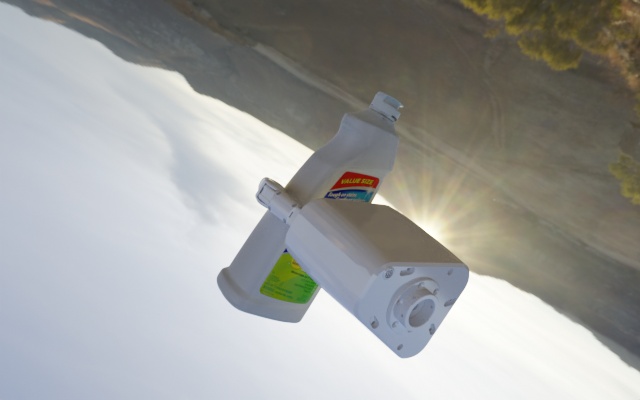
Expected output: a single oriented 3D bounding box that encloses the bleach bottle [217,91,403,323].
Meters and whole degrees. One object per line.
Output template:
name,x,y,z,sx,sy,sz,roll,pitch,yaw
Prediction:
bleach bottle,0.000,0.002,0.487,0.102,0.251,0.068,26,9,-39
